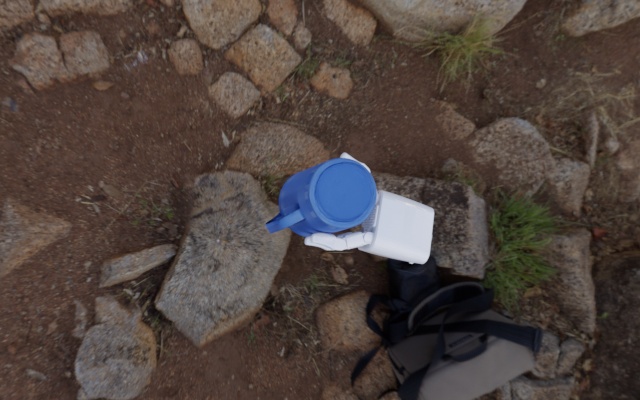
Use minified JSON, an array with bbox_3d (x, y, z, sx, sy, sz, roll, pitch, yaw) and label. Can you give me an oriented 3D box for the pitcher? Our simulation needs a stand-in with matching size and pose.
[{"bbox_3d":[0.000,0.003,0.826,0.145,0.149,0.243,19,-8,-11],"label":"pitcher"}]
